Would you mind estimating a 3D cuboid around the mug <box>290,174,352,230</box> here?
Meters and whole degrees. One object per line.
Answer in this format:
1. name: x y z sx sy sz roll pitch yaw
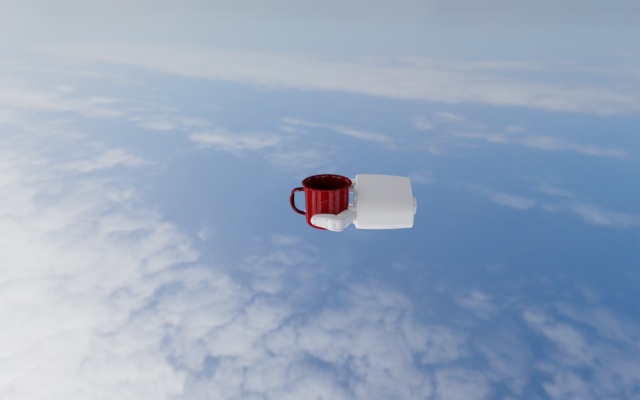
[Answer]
1. mug: -0.001 0.003 0.895 0.117 0.081 0.093 1 22 4
